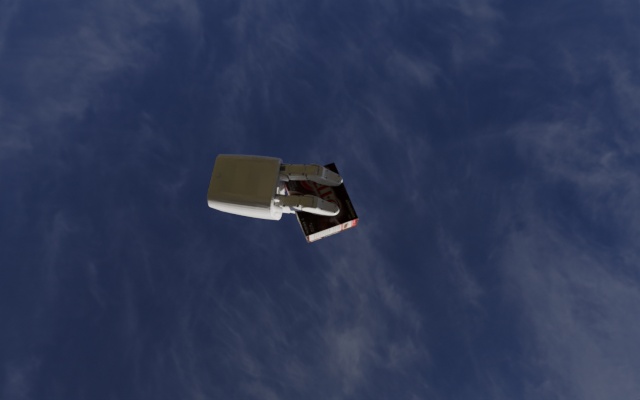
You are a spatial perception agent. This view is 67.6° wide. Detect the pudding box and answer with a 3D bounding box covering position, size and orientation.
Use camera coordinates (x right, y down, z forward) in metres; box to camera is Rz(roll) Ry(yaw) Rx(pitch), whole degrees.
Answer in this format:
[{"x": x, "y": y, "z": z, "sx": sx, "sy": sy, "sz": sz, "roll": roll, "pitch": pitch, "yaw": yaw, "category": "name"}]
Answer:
[{"x": 0.000, "y": 0.003, "z": 0.783, "sx": 0.090, "sy": 0.113, "sz": 0.039, "roll": -19, "pitch": -22, "yaw": -7, "category": "pudding box"}]
